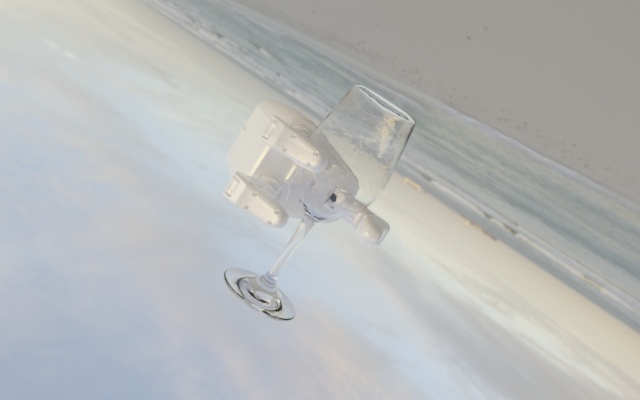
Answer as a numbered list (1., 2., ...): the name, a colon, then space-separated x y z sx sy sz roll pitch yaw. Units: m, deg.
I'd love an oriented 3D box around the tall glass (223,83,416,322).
1. tall glass: 0.000 0.002 0.412 0.079 0.201 0.079 33 8 -5
